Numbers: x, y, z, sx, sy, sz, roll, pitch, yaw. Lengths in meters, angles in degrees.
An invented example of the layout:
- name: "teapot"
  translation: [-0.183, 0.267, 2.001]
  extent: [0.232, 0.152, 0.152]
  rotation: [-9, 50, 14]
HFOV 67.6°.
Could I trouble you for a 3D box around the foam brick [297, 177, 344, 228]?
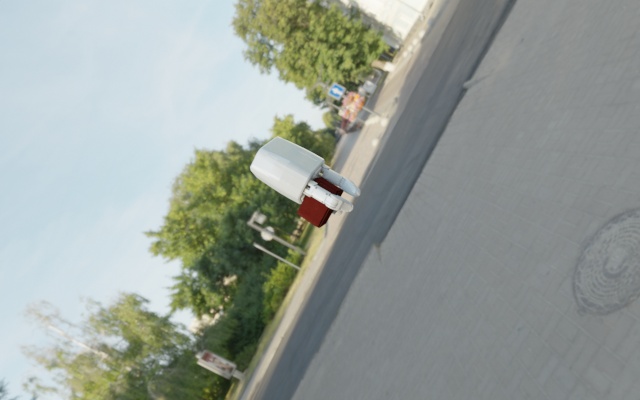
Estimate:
- name: "foam brick"
  translation: [0.000, 0.003, 0.893]
  extent: [0.051, 0.078, 0.053]
  rotation: [30, 11, 10]
